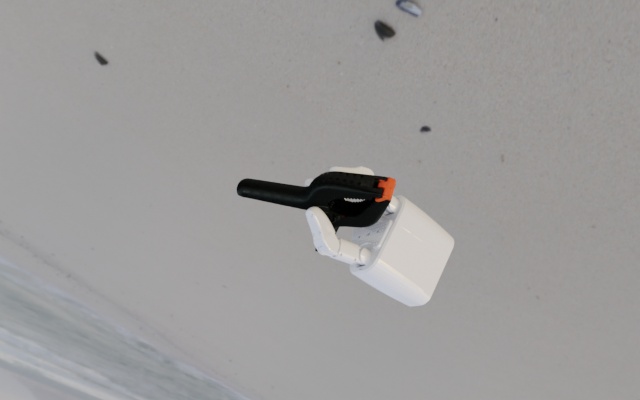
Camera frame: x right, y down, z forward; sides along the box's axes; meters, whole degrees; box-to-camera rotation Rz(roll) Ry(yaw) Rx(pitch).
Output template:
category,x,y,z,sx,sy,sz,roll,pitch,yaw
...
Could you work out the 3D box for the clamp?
category,x,y,z,sx,sy,sz,roll,pitch,yaw
clamp,0.000,0.003,0.591,0.164,0.036,0.210,34,-32,-24
